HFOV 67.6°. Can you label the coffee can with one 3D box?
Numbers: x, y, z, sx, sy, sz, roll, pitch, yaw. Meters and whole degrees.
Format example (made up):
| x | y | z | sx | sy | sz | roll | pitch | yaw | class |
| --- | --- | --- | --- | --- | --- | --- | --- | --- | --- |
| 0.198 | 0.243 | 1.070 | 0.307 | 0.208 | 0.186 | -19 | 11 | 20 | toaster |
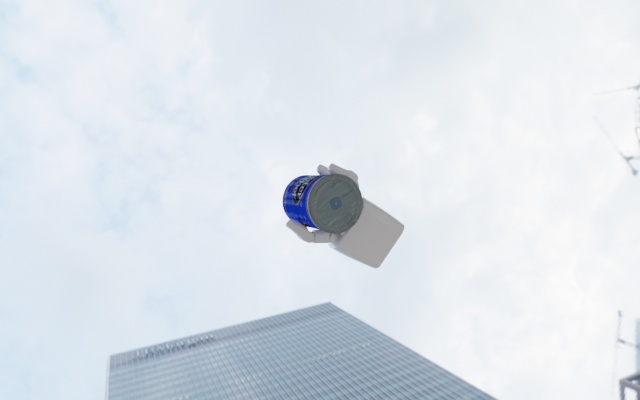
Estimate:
| x | y | z | sx | sy | sz | roll | pitch | yaw | class |
| --- | --- | --- | --- | --- | --- | --- | --- | --- | --- |
| 0.000 | 0.003 | 0.874 | 0.103 | 0.103 | 0.140 | 0 | 2 | -23 | coffee can |
